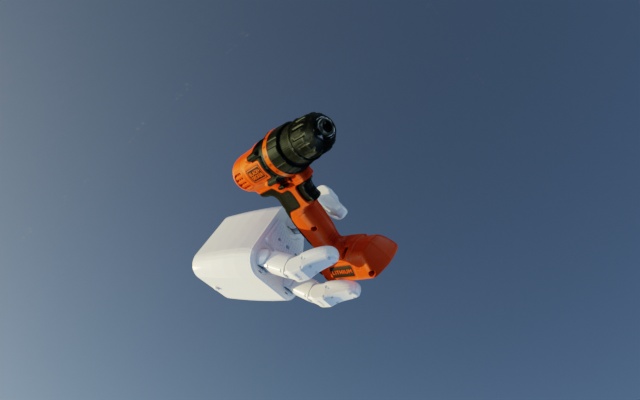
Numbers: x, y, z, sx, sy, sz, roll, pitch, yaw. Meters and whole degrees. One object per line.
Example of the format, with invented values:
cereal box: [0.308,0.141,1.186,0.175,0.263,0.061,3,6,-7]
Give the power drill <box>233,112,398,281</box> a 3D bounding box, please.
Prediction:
power drill: [0.000,0.002,0.520,0.057,0.188,0.184,-45,14,-30]
